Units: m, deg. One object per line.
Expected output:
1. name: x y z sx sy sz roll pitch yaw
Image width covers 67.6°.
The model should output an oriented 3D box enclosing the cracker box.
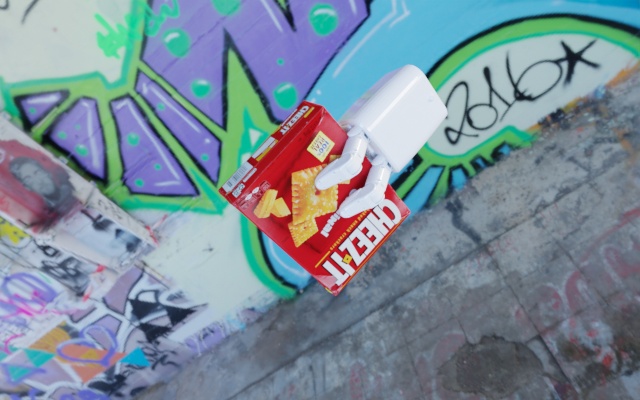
1. cracker box: 0.000 0.002 0.638 0.214 0.164 0.072 46 -6 -30
